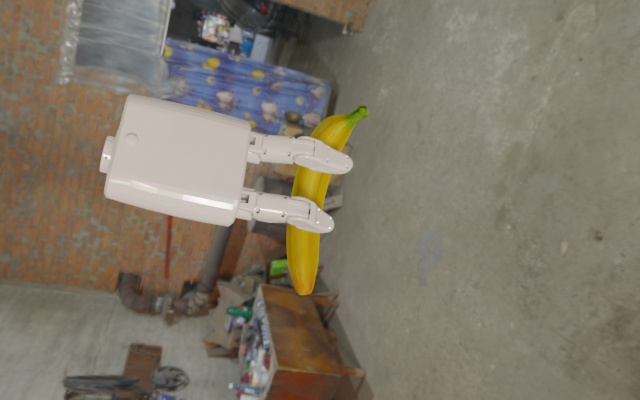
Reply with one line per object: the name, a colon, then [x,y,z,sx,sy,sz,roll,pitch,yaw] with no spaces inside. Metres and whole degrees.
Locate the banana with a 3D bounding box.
banana: [-0.006,-0.005,0.495,0.037,0.198,0.069,14,4,-25]
